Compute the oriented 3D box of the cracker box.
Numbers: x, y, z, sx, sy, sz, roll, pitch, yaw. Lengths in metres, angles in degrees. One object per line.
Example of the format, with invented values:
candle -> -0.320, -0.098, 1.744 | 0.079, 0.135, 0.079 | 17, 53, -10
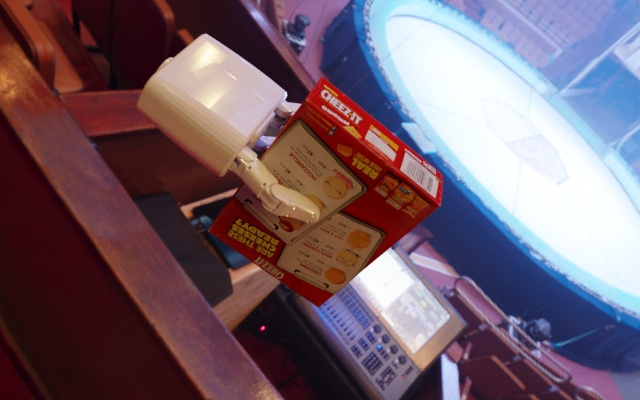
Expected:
cracker box -> 0.000, 0.002, 0.524 | 0.164, 0.214, 0.072 | 37, 37, -9
